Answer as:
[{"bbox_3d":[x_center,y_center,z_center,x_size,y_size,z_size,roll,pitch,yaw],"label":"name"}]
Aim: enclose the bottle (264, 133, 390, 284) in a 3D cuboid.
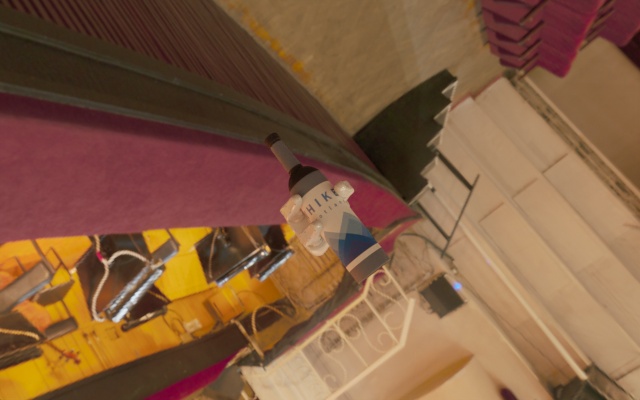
[{"bbox_3d":[0.000,0.003,0.809,0.069,0.295,0.069,-36,-13,-9],"label":"bottle"}]
